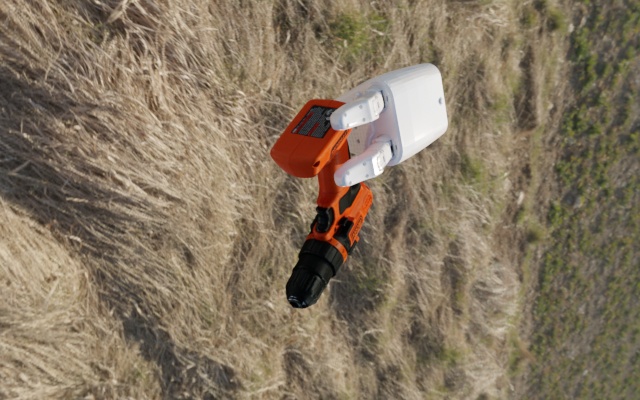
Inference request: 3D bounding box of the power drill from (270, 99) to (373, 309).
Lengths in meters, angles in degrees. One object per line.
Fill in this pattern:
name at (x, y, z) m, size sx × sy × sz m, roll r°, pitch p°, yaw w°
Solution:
power drill at (0.000, 0.001, 0.518) m, size 0.057 × 0.184 × 0.188 m, roll 13°, pitch -40°, yaw 21°
